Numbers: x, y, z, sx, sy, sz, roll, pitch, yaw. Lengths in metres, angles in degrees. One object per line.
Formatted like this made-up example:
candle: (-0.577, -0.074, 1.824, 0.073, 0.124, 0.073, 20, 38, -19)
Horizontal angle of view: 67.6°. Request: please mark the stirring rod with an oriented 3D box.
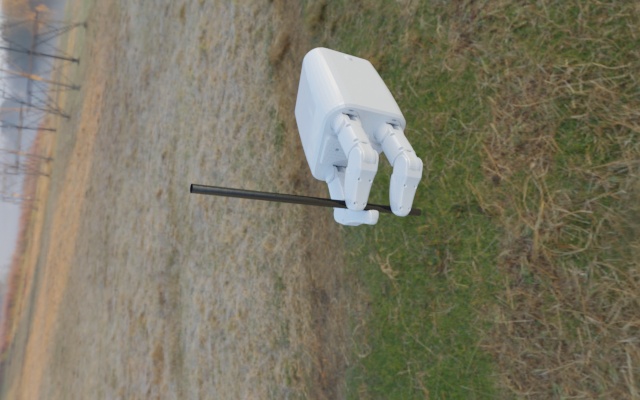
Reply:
stirring rod: (0.000, 0.001, 0.443, 0.239, 0.011, 0.011, 6, -3, -30)
